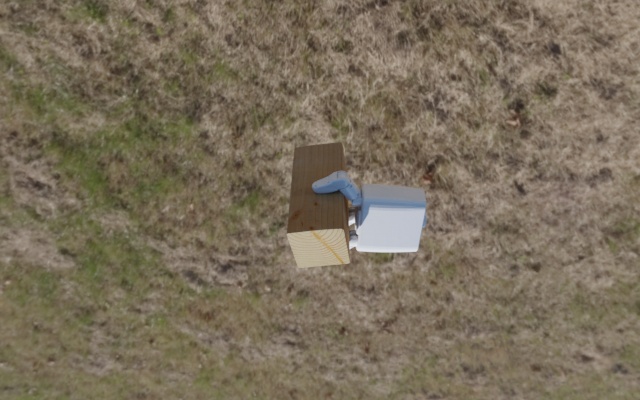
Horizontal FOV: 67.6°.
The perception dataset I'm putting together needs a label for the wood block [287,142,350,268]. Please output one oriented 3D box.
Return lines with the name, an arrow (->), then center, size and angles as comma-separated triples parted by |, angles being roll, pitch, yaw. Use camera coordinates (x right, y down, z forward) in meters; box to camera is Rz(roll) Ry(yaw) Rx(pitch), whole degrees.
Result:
wood block -> 0.000, 0.003, 0.822 | 0.090, 0.206, 0.091 | -6, -45, 7
